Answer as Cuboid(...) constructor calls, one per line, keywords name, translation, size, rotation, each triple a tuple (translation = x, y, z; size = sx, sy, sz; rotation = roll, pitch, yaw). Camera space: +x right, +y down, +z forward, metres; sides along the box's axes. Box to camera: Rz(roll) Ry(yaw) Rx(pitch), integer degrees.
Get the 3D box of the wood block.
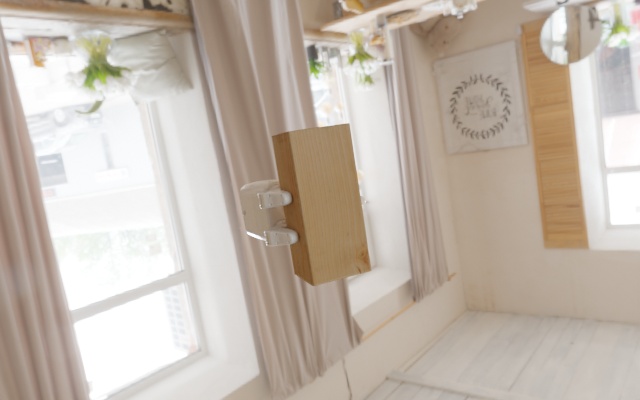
Cuboid(name="wood block", translation=(0.000, 0.002, 0.675), size=(0.091, 0.206, 0.090), rotation=(-12, 7, -20))
